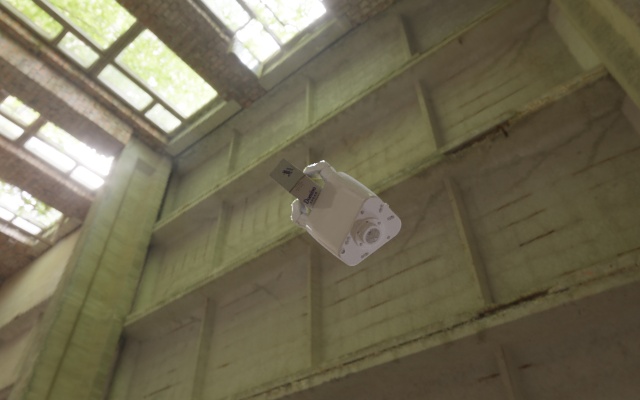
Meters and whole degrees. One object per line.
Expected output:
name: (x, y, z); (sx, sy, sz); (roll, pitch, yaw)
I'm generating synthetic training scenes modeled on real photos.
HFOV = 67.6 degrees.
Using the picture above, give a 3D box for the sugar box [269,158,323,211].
sugar box: (0.001, 0.002, 0.824); (0.176, 0.048, 0.093); (42, -2, -34)
